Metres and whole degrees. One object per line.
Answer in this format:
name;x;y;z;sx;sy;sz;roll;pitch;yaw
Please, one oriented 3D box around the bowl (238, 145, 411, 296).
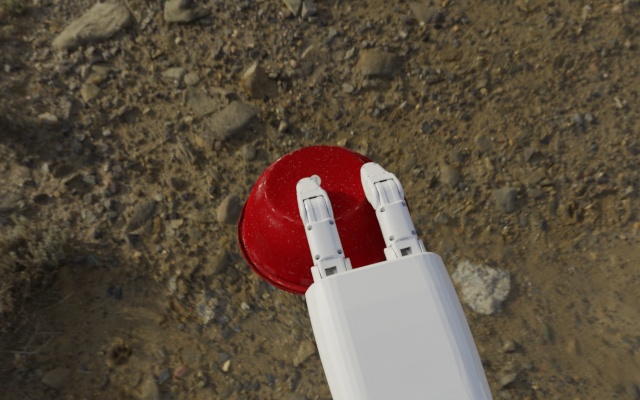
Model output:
bowl;-0.001;0.000;0.427;0.162;0.162;0.055;0;-40;8
